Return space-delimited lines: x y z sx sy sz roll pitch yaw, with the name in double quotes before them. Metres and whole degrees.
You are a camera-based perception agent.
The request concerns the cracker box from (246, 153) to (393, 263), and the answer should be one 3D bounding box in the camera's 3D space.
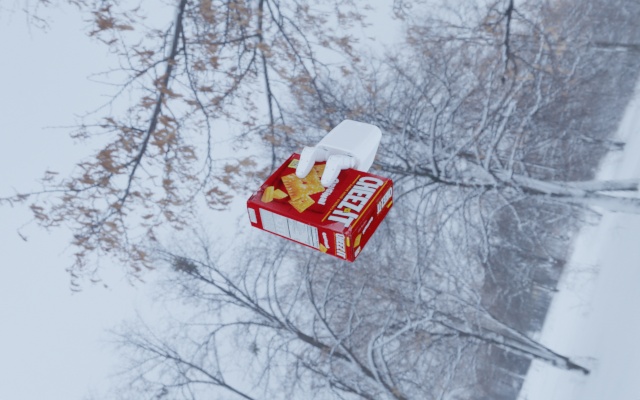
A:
"cracker box" 0.000 0.003 0.858 0.213 0.072 0.164 17 46 26
